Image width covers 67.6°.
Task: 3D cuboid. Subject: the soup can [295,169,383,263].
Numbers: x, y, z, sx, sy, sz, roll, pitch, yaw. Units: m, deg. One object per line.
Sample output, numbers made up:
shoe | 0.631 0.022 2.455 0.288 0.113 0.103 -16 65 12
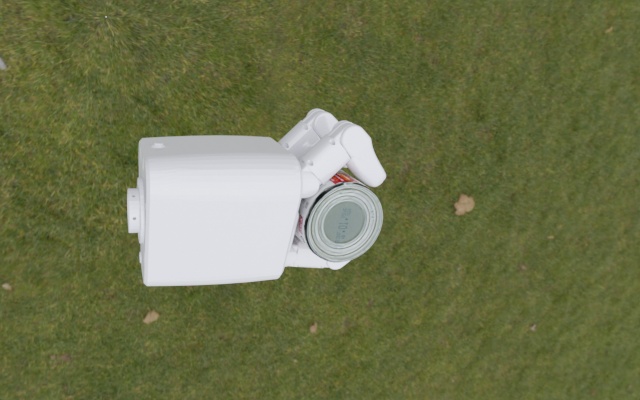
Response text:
soup can | 0.001 0.002 0.407 0.068 0.068 0.102 0 19 -24
